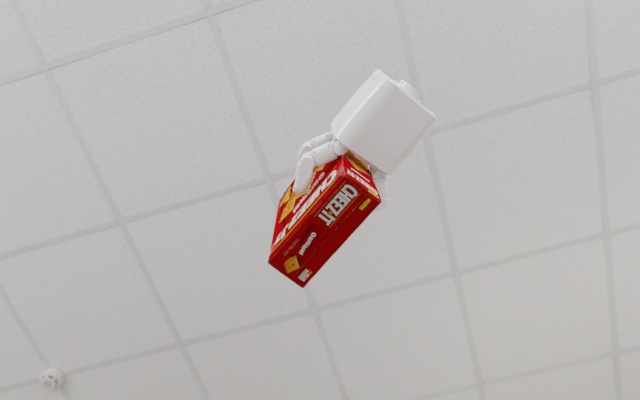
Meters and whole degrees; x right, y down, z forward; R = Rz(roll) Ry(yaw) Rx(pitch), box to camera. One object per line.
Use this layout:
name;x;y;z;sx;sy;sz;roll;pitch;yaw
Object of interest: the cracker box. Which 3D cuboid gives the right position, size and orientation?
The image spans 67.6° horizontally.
cracker box;0.000;0.002;0.710;0.072;0.164;0.213;36;17;-14
